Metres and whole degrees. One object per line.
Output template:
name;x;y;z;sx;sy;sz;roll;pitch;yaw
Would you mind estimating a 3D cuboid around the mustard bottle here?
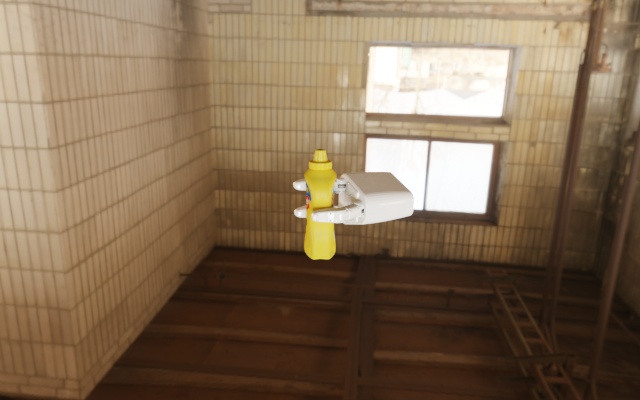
mustard bottle;0.000;0.003;0.864;0.058;0.192;0.096;0;16;-1
